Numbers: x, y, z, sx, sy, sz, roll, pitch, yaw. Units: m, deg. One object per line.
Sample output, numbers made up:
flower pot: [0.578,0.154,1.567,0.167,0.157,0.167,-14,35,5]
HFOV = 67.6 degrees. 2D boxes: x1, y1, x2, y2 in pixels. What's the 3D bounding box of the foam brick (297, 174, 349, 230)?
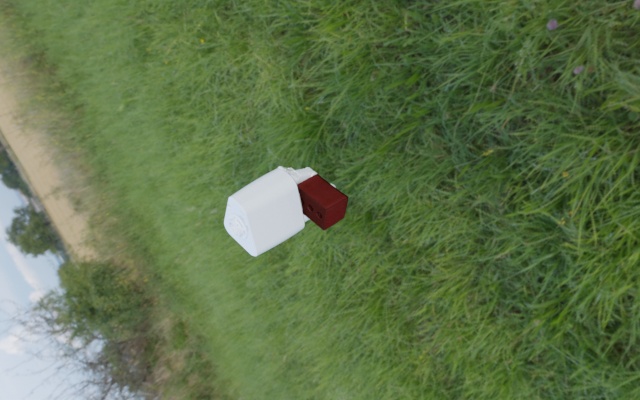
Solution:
foam brick: [0.000,0.003,0.814,0.051,0.053,0.078,-31,54,-33]
